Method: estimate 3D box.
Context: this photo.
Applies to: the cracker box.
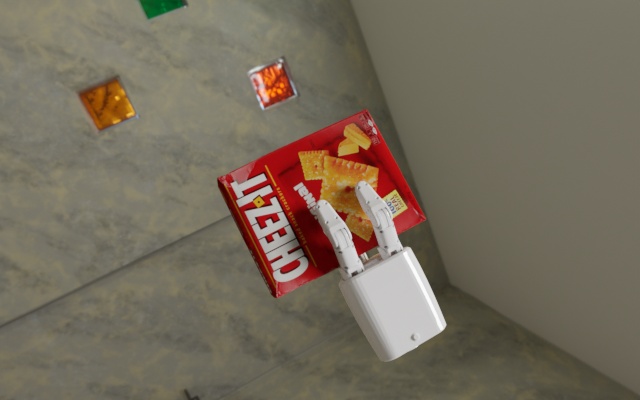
[{"bbox_3d":[0.000,0.002,0.608,0.213,0.164,0.072,-26,-3,-12],"label":"cracker box"}]
